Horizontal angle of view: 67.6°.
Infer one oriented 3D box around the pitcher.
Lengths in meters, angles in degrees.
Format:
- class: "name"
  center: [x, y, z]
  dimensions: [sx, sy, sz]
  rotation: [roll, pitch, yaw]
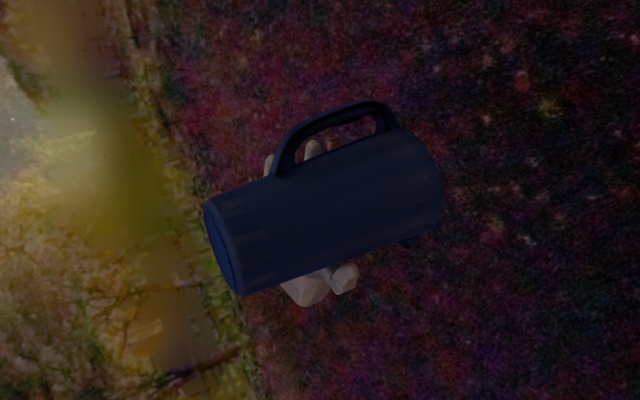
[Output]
- class: "pitcher"
  center: [0.000, 0.002, 0.526]
  dimensions: [0.243, 0.149, 0.145]
  rotation: [-20, -24, -21]
